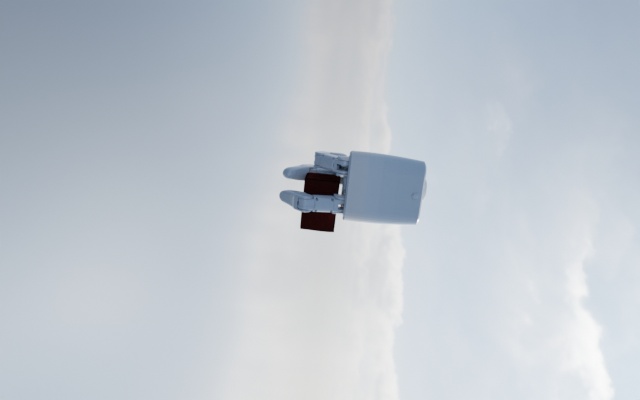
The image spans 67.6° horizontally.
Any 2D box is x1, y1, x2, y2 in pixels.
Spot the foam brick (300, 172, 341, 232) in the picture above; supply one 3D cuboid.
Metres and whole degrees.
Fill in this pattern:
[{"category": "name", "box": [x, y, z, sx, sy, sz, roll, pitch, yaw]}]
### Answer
[{"category": "foam brick", "box": [0.000, 0.003, 0.704, 0.051, 0.078, 0.053, 7, 14, 1]}]
